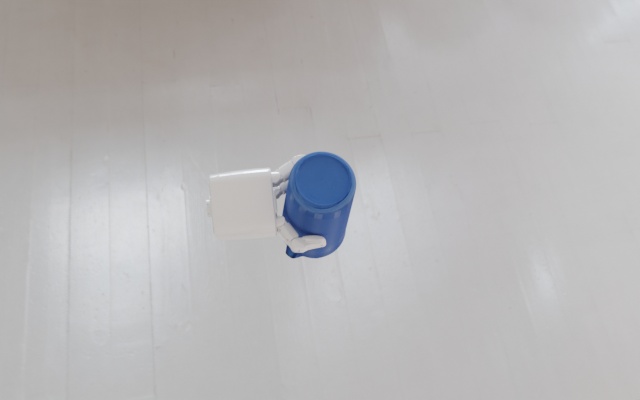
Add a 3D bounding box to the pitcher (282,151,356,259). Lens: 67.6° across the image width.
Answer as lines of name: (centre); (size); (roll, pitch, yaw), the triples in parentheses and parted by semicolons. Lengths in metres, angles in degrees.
pitcher: (0.000, 0.003, 0.859); (0.145, 0.149, 0.243); (-6, -20, -8)
